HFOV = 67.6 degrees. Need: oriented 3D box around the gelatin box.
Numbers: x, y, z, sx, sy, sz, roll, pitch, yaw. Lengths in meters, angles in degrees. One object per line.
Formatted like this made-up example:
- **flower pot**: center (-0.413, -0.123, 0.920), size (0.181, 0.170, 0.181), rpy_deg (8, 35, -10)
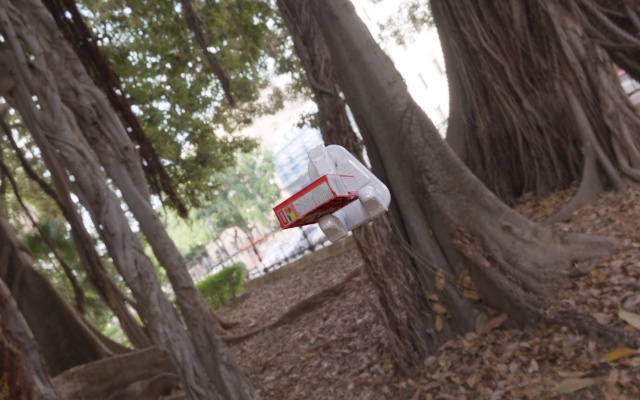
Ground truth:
- **gelatin box**: center (0.000, 0.001, 0.529), size (0.073, 0.030, 0.089), rpy_deg (-31, -11, 21)
